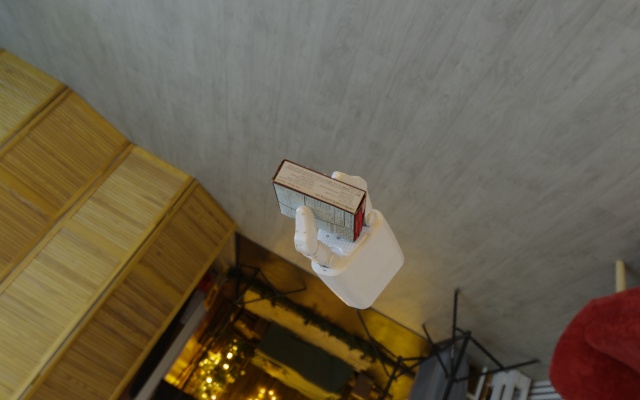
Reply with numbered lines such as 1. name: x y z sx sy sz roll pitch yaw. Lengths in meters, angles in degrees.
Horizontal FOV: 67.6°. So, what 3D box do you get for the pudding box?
1. pudding box: 0.000 0.002 0.595 0.113 0.039 0.090 21 -24 12
